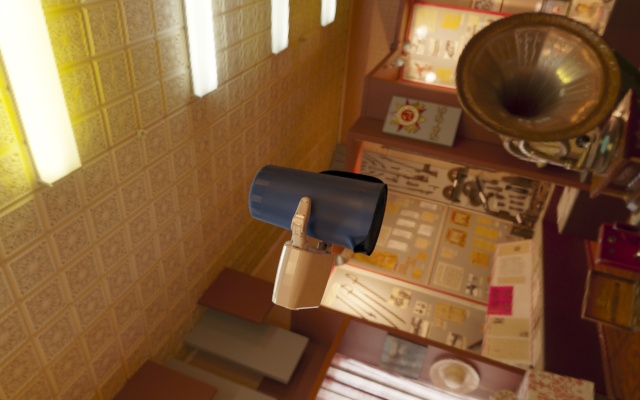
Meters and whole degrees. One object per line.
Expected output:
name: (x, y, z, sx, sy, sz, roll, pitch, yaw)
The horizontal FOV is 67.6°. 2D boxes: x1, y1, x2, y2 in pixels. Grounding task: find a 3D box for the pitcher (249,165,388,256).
pitcher: (0.000, 0.003, 0.890, 0.243, 0.145, 0.149, 14, 1, 15)
